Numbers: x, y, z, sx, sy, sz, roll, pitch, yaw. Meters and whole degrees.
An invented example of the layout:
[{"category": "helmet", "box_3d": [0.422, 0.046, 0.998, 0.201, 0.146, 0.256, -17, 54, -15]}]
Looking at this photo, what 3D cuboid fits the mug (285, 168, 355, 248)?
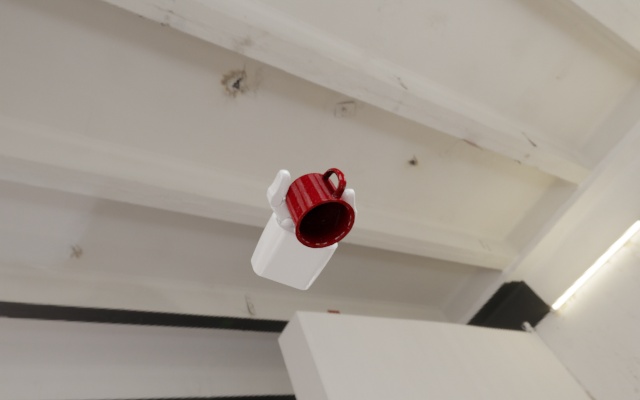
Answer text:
[{"category": "mug", "box_3d": [0.001, 0.001, 0.719, 0.093, 0.117, 0.081, 12, 31, -31]}]
